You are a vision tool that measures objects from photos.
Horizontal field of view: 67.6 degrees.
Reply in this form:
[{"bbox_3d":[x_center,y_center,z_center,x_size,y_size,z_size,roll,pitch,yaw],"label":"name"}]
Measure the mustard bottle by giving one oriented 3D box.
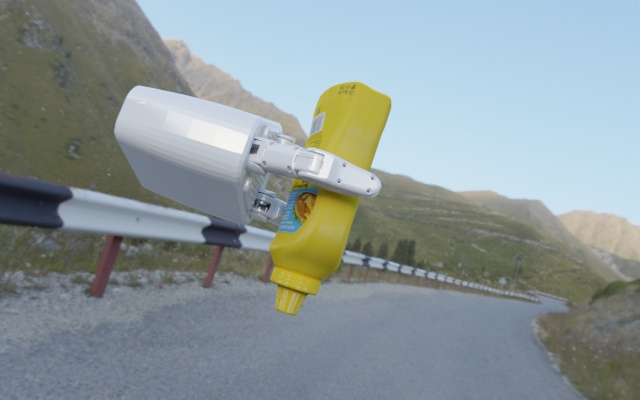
[{"bbox_3d":[0.000,0.001,0.403,0.058,0.191,0.096,22,-10,-19],"label":"mustard bottle"}]
